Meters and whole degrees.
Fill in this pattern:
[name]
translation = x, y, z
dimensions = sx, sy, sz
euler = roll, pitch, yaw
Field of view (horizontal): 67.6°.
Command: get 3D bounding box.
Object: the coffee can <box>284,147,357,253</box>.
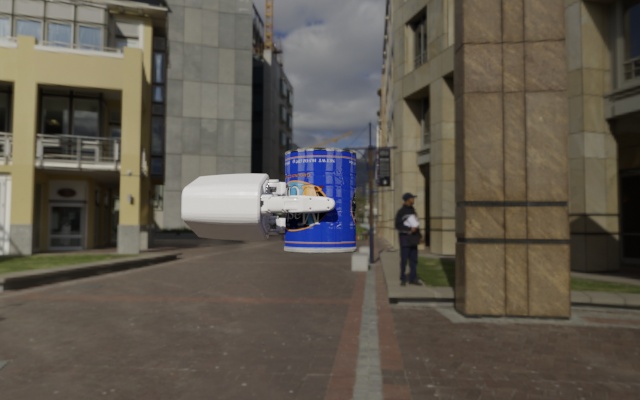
[coffee can]
translation = 0.000, 0.002, 0.679
dimensions = 0.103, 0.140, 0.103
euler = 0, -3, 0
